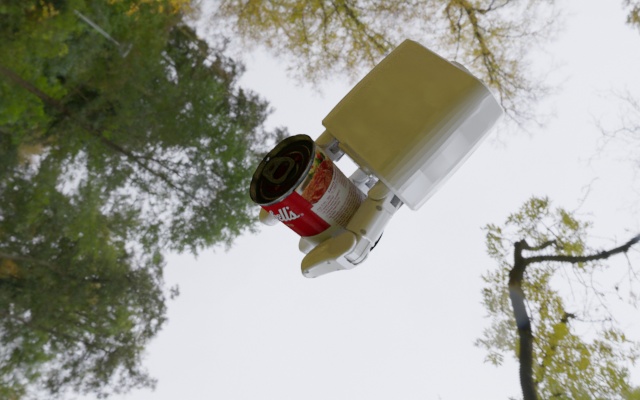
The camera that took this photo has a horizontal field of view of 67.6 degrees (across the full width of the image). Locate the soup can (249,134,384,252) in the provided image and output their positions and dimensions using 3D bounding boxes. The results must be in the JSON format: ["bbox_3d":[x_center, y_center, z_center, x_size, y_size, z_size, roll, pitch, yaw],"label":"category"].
[{"bbox_3d":[0.000,0.002,0.402,0.068,0.068,0.102,0,-32,48],"label":"soup can"}]
